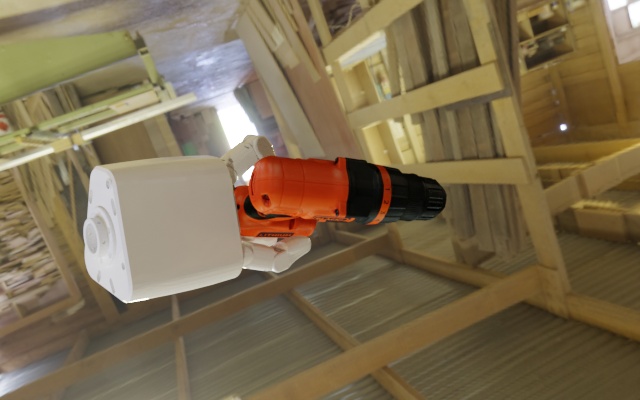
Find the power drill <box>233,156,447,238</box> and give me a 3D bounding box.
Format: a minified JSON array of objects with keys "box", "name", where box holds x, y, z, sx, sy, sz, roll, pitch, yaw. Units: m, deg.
[{"box":[0.000,0.002,0.464,0.184,0.057,0.188,6,-12,-26],"name":"power drill"}]
